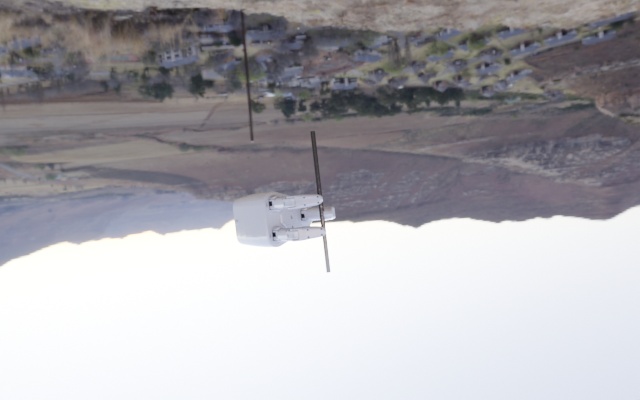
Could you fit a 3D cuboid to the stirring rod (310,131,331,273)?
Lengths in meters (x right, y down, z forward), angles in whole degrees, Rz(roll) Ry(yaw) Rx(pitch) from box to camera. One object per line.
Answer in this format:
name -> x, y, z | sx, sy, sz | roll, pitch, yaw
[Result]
stirring rod -> 0.000, 0.003, 0.809 | 0.011, 0.239, 0.011 | -6, 1, 0
